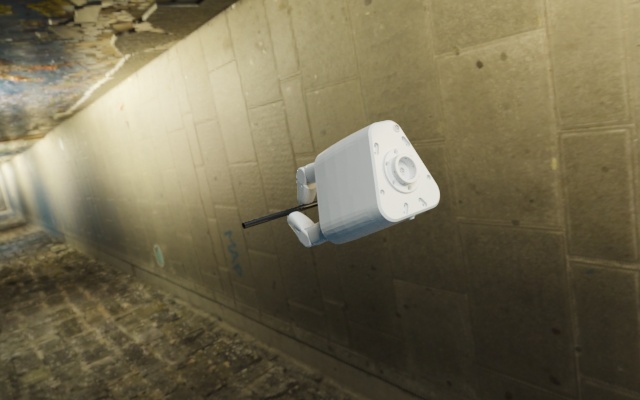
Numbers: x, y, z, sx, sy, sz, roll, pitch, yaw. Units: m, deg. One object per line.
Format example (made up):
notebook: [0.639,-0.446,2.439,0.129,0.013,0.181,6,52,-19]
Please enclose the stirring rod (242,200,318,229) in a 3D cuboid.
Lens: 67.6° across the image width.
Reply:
stirring rod: [0.000,0.002,0.651,0.239,0.011,0.011,-17,10,-35]
